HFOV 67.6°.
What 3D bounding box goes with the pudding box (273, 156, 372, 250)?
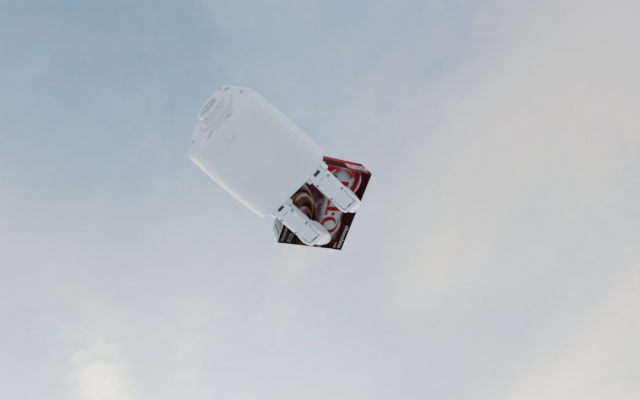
[{"bbox_3d":[0.000,0.002,0.584,0.090,0.113,0.039,10,25,-25],"label":"pudding box"}]
